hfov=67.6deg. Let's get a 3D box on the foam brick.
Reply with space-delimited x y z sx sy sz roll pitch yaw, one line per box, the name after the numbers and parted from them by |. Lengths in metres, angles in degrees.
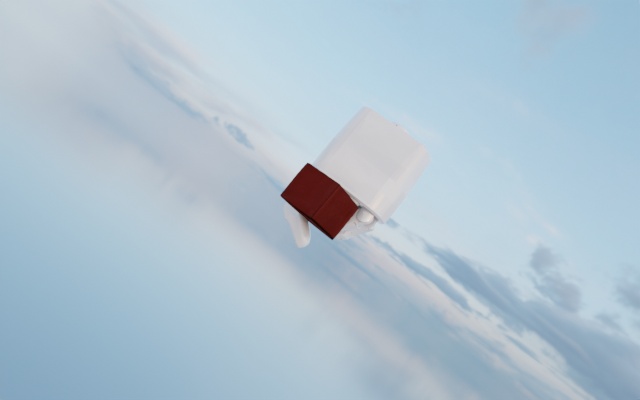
0.000 0.002 0.557 0.053 0.051 0.078 37 -4 29 | foam brick
